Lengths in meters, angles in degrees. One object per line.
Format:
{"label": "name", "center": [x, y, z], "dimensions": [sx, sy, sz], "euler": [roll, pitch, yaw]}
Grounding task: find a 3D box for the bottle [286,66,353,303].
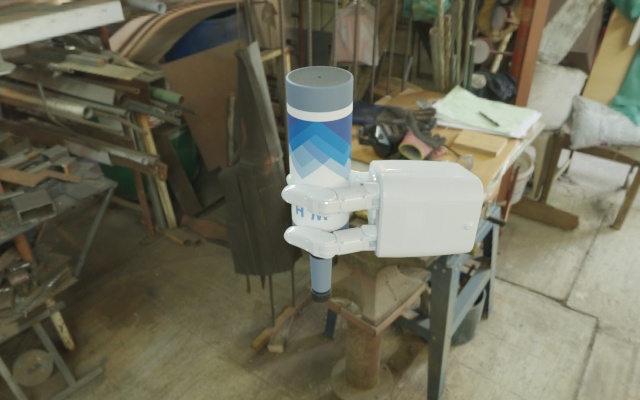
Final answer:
{"label": "bottle", "center": [0.000, 0.002, 0.548], "dimensions": [0.069, 0.296, 0.069], "euler": [0, 33, 0]}
